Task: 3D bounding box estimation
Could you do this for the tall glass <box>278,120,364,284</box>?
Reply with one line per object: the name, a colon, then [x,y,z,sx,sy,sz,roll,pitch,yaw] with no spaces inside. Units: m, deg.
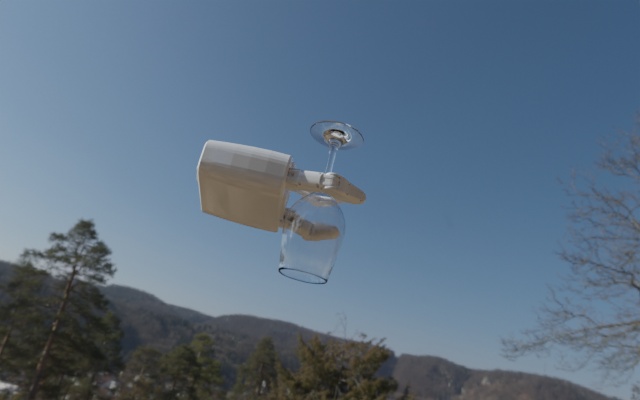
tall glass: [0.000,0.001,0.613,0.079,0.201,0.079,12,-21,4]
